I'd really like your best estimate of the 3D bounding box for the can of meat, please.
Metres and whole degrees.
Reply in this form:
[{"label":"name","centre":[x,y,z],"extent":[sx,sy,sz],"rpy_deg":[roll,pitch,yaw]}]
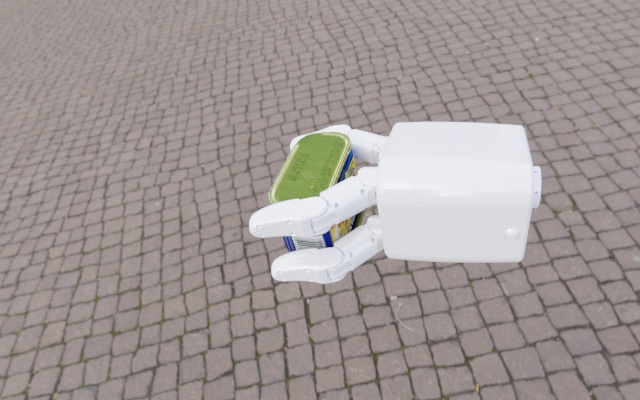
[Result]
[{"label":"can of meat","centre":[0.000,0.001,0.420],"extent":[0.057,0.102,0.084],"rpy_deg":[5,-43,19]}]
